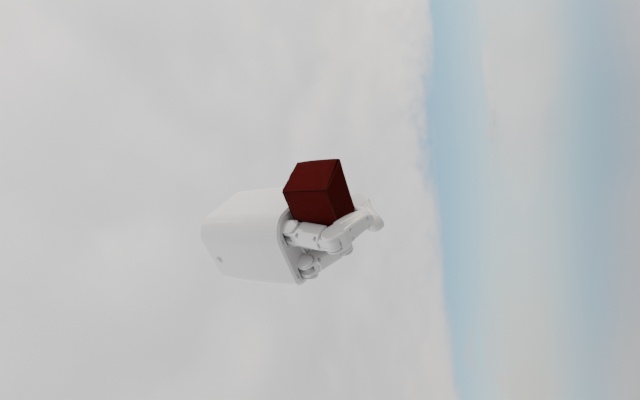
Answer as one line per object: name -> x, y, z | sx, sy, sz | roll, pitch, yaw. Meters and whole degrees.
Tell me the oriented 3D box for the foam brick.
foam brick -> 0.000, 0.001, 0.516 | 0.051, 0.078, 0.053 | 0, 41, 24
